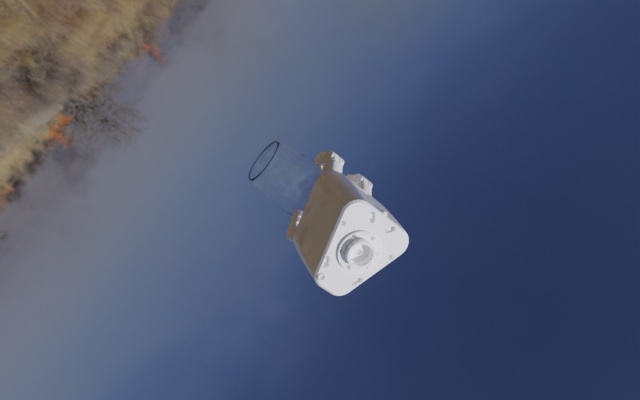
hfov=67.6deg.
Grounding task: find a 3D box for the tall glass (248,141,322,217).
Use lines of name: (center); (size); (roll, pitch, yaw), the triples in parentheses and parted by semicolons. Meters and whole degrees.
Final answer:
tall glass: (0.001, 0.003, 0.653); (0.201, 0.079, 0.079); (36, -16, -23)
